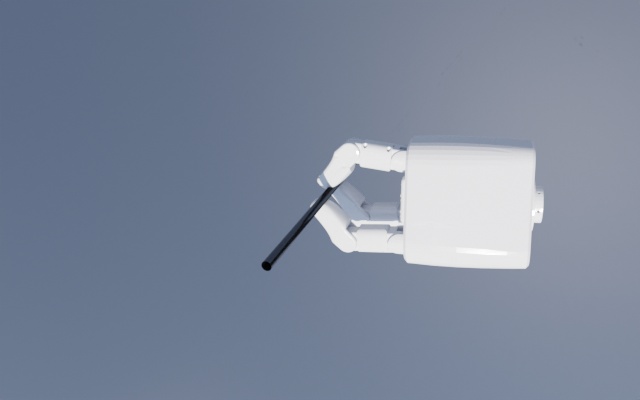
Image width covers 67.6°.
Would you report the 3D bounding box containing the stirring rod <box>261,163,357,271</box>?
[{"bbox_3d":[0.000,0.001,0.446,0.011,0.011,0.239,0,22,20],"label":"stirring rod"}]
